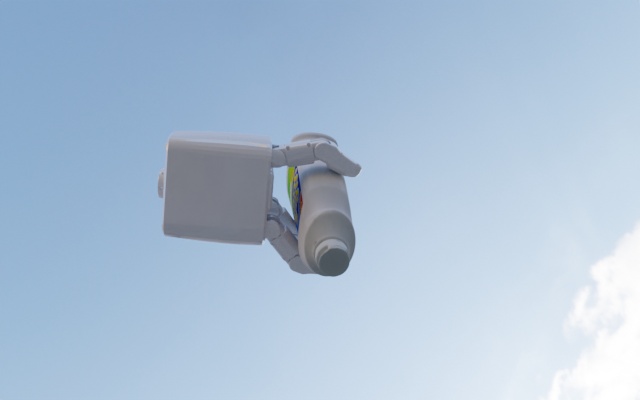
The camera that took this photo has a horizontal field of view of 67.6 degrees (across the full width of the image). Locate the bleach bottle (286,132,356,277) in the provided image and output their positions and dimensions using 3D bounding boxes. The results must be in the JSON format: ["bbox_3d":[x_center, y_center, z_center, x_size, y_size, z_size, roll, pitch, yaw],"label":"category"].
[{"bbox_3d":[0.000,0.002,0.535,0.068,0.103,0.250,4,21,-8],"label":"bleach bottle"}]
